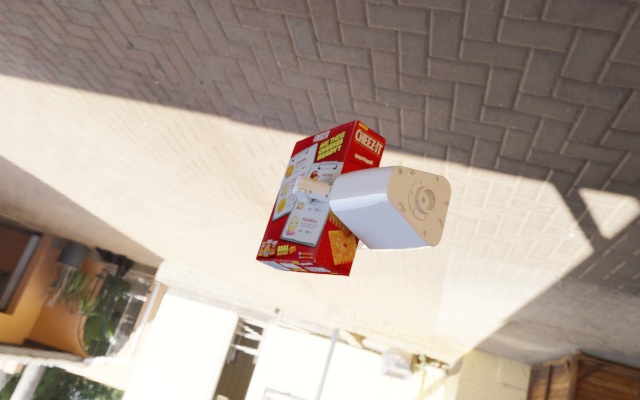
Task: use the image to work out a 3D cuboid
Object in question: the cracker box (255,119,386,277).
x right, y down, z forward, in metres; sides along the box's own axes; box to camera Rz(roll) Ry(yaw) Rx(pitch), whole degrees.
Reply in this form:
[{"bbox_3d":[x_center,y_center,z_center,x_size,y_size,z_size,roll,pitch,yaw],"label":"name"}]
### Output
[{"bbox_3d":[0.000,0.002,0.718,0.072,0.213,0.164,29,-21,-30],"label":"cracker box"}]
